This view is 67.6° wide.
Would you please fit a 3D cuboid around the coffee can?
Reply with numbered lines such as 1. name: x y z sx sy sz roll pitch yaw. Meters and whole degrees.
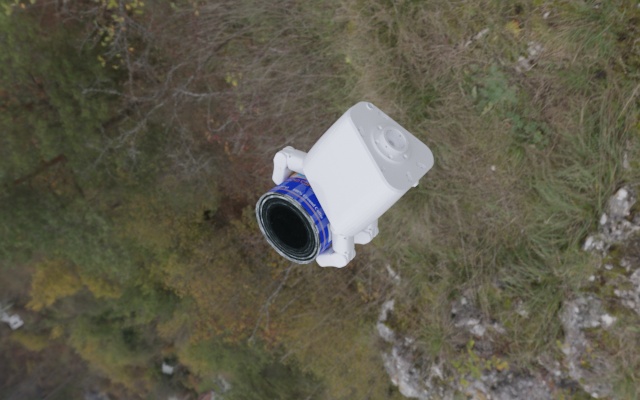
1. coffee can: 0.000 0.002 0.629 0.103 0.103 0.140 0 29 43
